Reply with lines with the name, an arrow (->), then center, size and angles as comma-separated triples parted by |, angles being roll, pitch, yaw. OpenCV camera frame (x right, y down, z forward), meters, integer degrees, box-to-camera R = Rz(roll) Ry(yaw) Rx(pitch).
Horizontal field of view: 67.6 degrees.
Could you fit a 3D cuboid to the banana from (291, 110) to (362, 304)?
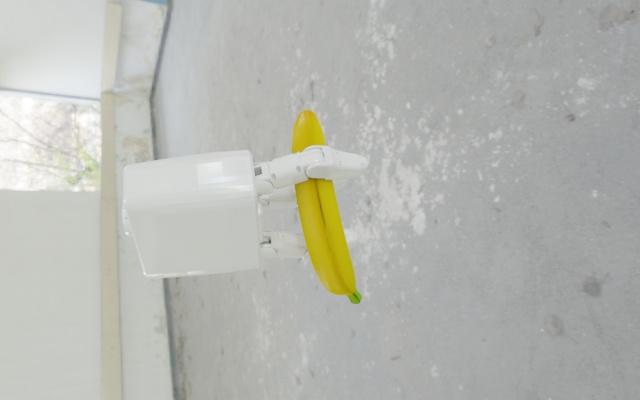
banana -> -0.001, 0.003, 0.443 | 0.037, 0.197, 0.069 | -13, -7, 5
